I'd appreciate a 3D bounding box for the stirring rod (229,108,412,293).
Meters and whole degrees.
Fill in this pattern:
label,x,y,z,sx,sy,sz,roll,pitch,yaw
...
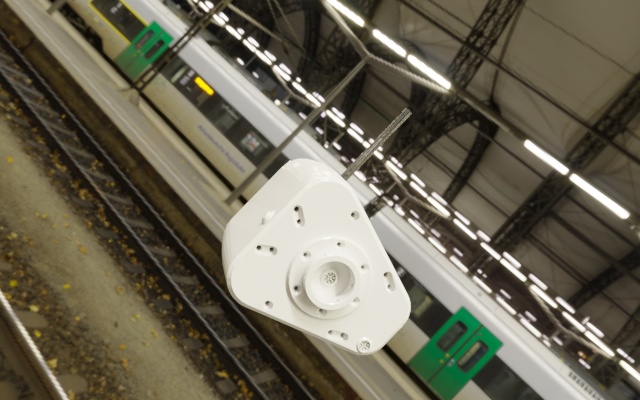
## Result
label,x,y,z,sx,sy,sz,roll,pitch,yaw
stirring rod,0.000,0.002,0.452,0.011,0.239,0.011,44,-1,1
